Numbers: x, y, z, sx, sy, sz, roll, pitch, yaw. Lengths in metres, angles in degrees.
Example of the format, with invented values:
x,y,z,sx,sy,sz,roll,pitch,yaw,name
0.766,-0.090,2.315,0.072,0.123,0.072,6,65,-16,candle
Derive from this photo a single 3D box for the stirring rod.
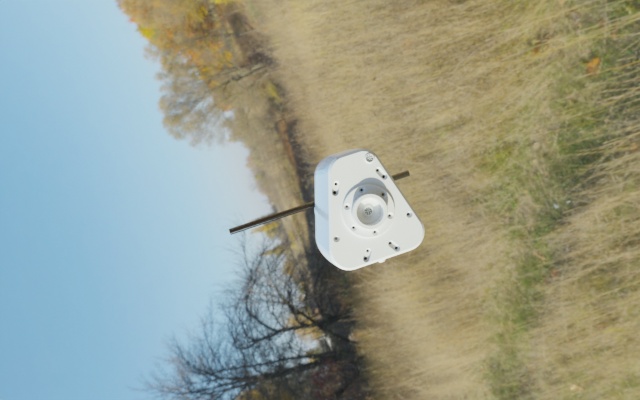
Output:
x,y,z,sx,sy,sz,roll,pitch,yaw,name
0.000,0.002,0.609,0.239,0.011,0.011,-18,1,-4,stirring rod
